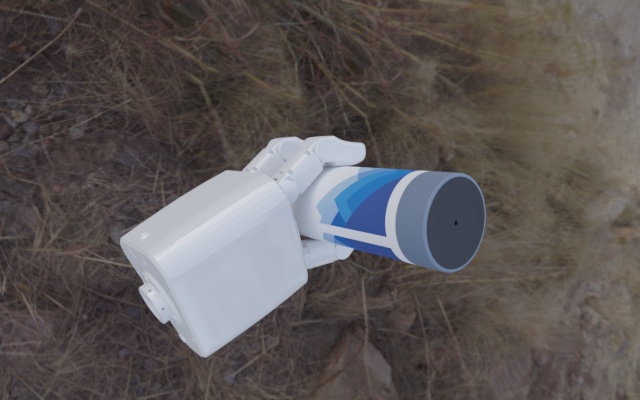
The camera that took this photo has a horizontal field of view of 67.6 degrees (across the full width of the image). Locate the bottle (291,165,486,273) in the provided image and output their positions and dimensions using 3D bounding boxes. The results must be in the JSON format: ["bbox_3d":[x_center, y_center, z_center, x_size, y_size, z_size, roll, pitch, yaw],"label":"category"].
[{"bbox_3d":[0.000,0.001,0.430,0.069,0.069,0.295,0,5,-38],"label":"bottle"}]
